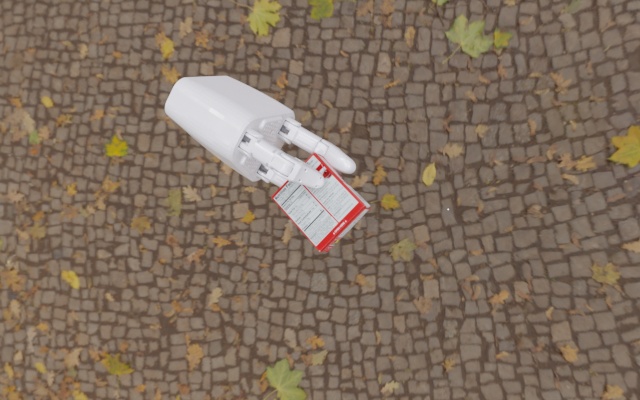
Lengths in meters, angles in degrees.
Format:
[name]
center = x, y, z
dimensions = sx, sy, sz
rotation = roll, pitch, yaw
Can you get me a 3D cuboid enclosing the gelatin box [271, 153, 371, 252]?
[gelatin box]
center = 0.000, 0.002, 0.537
dimensions = 0.089, 0.073, 0.030
rotation = 47, 12, 18
